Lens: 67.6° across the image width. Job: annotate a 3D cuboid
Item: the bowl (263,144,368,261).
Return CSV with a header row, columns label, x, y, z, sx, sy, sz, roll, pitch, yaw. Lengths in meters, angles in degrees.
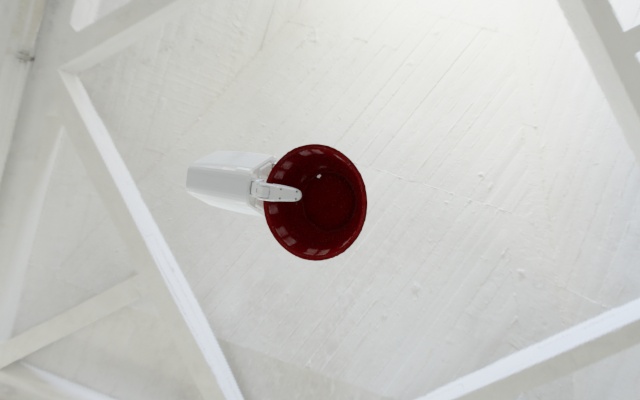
label,x,y,z,sx,sy,sz,roll,pitch,yaw
bowl,0.001,0.003,0.680,0.162,0.162,0.055,0,1,27
